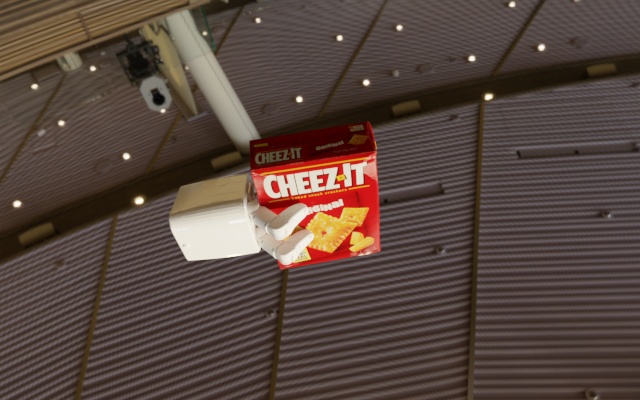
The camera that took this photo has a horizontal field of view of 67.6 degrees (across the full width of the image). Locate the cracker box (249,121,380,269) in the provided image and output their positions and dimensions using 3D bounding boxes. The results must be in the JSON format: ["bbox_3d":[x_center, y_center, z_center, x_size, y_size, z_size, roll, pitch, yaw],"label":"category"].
[{"bbox_3d":[0.000,0.002,0.688,0.164,0.072,0.214,-9,-43,0],"label":"cracker box"}]
